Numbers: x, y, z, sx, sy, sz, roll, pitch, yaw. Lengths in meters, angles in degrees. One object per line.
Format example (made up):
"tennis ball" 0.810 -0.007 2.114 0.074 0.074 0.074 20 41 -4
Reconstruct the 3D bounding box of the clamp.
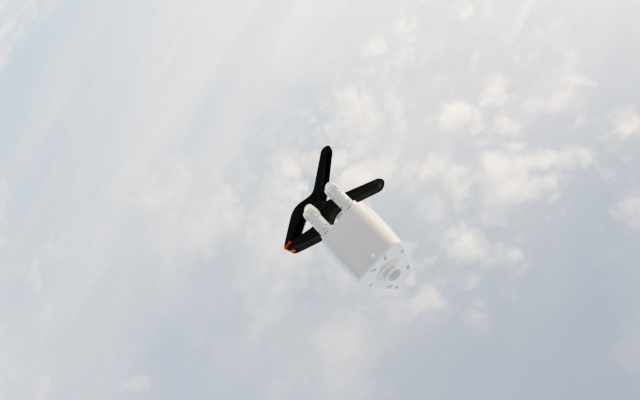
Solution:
"clamp" 0.000 0.004 0.871 0.036 0.210 0.164 35 9 -47
